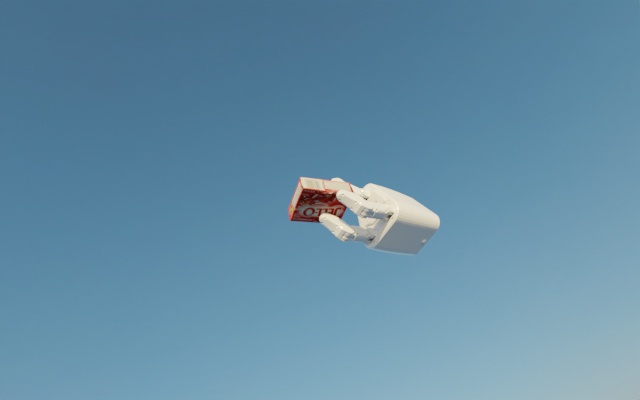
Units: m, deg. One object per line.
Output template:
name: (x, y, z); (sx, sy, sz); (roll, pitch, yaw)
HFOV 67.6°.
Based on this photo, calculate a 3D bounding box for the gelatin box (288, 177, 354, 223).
gelatin box: (0.000, 0.002, 0.771); (0.089, 0.073, 0.030); (6, 42, -21)
